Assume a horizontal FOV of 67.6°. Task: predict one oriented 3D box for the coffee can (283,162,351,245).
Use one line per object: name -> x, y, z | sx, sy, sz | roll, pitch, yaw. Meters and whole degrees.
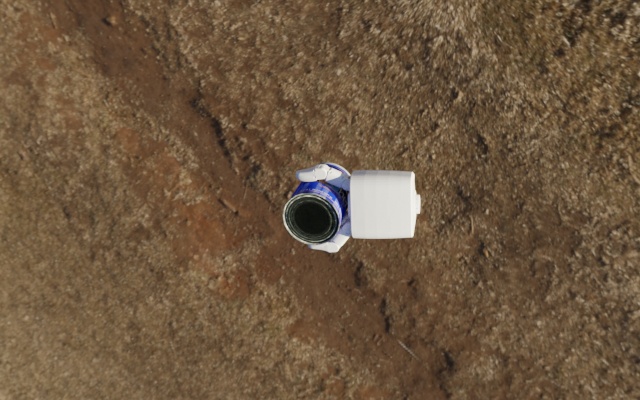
coffee can -> 0.000, 0.003, 0.879 | 0.103, 0.103, 0.140 | 0, 26, 16
